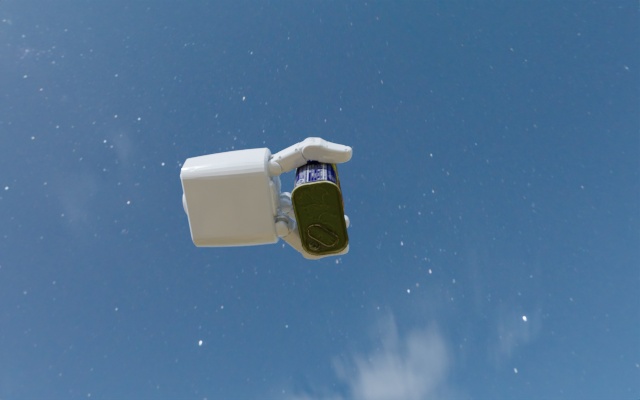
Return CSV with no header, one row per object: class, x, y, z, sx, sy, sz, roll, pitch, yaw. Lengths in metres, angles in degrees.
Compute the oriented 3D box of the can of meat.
can of meat,0.000,0.002,0.590,0.057,0.102,0.084,-9,31,5
